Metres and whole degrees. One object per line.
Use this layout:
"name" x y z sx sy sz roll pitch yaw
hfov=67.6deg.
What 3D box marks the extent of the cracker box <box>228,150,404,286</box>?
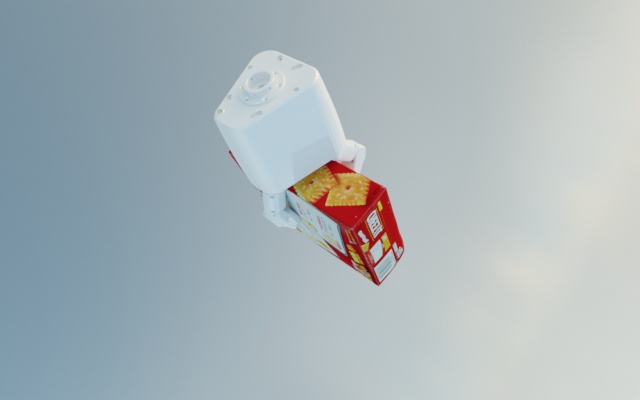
"cracker box" 0.000 0.002 0.628 0.213 0.072 0.164 32 -17 33
